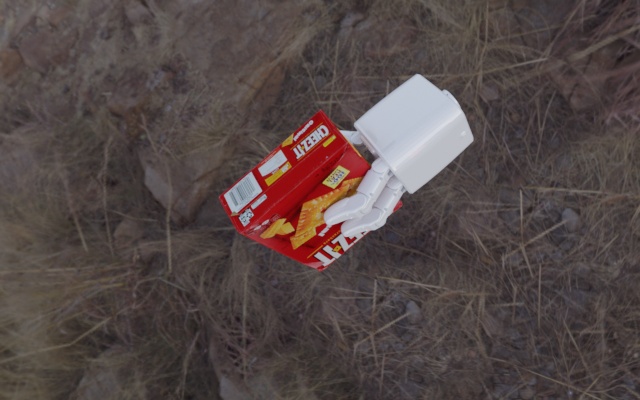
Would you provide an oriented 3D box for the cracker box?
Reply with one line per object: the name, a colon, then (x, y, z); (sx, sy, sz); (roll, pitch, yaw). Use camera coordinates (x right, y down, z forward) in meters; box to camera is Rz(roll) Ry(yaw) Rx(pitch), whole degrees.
cracker box: (0.000, 0.002, 0.628); (0.164, 0.072, 0.214); (-39, -32, 8)
